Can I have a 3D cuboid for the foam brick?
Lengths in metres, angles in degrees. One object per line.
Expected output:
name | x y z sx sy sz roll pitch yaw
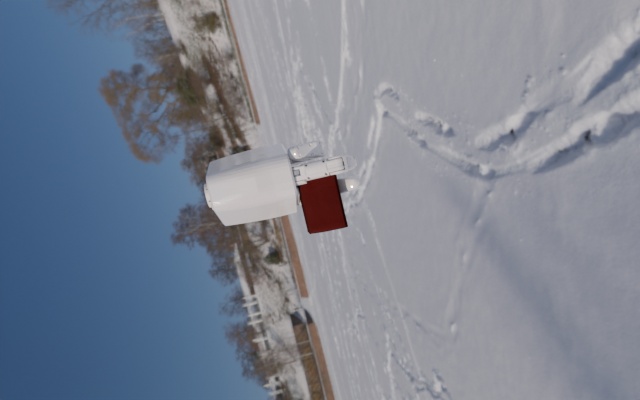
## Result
foam brick | 0.000 0.002 0.639 0.051 0.078 0.053 -13 2 -6
